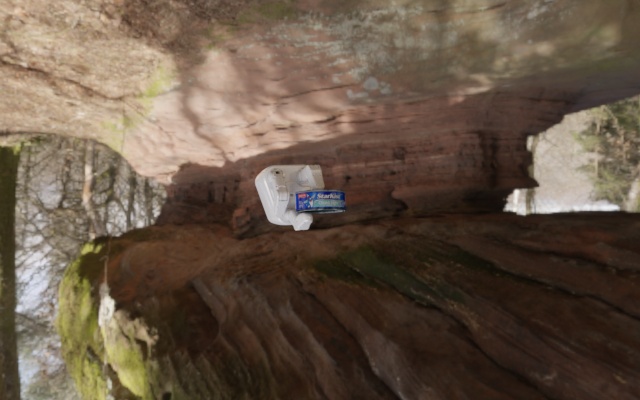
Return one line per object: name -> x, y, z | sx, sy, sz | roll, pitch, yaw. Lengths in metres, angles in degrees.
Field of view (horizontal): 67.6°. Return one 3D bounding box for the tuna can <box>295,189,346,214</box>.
tuna can -> 0.000, 0.003, 0.803 | 0.086, 0.033, 0.086 | -2, -6, 0
